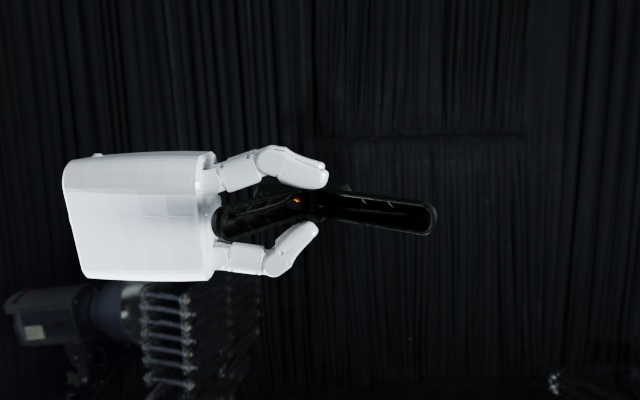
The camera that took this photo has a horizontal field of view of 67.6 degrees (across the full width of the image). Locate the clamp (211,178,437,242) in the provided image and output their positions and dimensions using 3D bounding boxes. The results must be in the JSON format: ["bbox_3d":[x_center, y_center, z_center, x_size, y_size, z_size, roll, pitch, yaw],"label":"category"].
[{"bbox_3d":[0.000,0.002,0.428,0.164,0.036,0.210,1,9,-4],"label":"clamp"}]
